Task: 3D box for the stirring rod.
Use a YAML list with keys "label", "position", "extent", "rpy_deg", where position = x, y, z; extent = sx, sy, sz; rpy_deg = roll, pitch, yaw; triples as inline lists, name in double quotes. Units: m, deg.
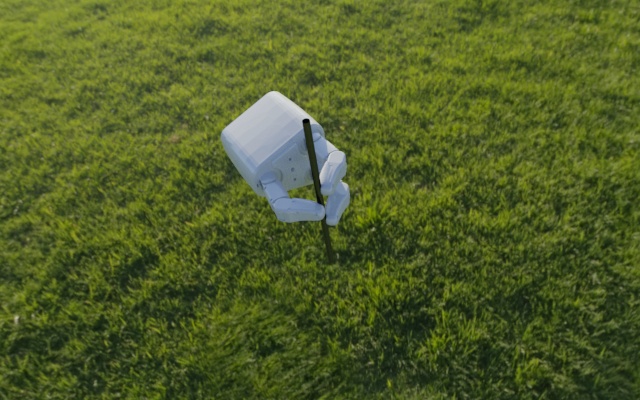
- label: "stirring rod"
  position: [0.000, 0.002, 0.556]
  extent: [0.011, 0.011, 0.240]
  rpy_deg: [0, -42, 9]
